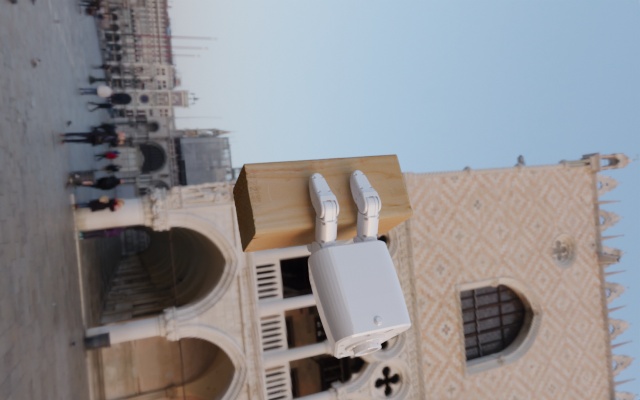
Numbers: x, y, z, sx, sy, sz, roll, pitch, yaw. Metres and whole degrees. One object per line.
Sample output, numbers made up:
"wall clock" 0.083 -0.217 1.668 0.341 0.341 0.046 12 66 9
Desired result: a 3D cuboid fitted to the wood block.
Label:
"wood block" 0.000 0.003 0.621 0.206 0.090 0.091 -5 -19 -22
